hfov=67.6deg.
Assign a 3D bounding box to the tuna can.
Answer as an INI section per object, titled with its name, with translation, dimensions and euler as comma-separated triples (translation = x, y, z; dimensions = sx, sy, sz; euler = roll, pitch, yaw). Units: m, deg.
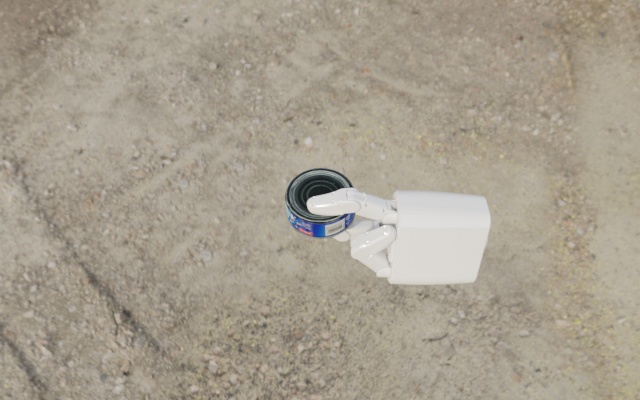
[tuna can]
translation = 0.000, 0.002, 0.576
dimensions = 0.086, 0.086, 0.034
euler = 0, -38, 1
